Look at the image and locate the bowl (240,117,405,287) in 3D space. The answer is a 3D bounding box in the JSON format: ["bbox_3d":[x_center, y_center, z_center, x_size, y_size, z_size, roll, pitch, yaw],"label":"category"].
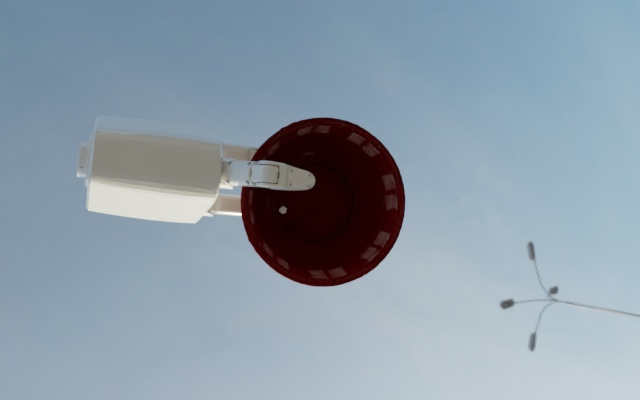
[{"bbox_3d":[0.001,0.002,0.479,0.162,0.162,0.055,0,0,-12],"label":"bowl"}]
